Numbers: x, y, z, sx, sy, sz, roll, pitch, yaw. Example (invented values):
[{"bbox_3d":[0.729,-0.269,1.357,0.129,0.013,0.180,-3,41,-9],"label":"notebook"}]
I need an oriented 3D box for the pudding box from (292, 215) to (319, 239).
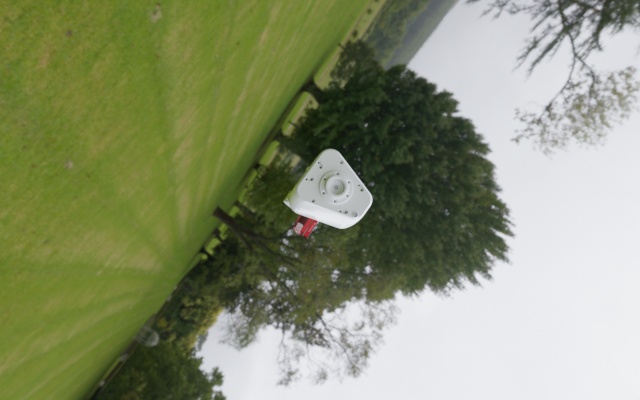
[{"bbox_3d":[0.000,0.003,0.857,0.039,0.113,0.090,36,-39,1],"label":"pudding box"}]
